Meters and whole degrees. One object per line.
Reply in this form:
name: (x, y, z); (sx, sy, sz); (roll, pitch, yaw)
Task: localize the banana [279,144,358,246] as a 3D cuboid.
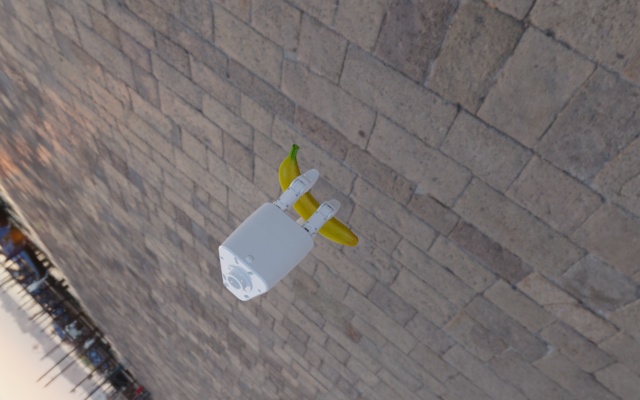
banana: (-0.014, 0.005, 0.798); (0.070, 0.198, 0.037); (-23, 15, 45)
